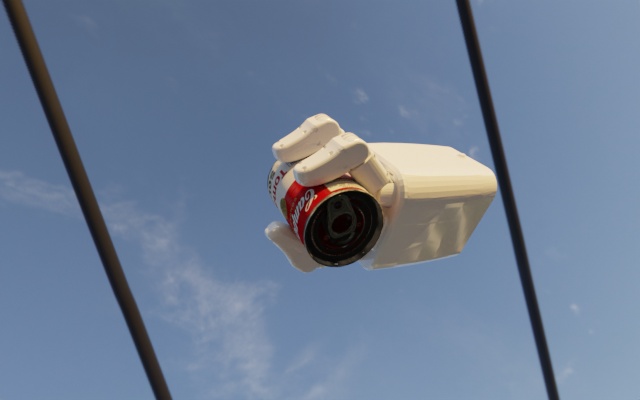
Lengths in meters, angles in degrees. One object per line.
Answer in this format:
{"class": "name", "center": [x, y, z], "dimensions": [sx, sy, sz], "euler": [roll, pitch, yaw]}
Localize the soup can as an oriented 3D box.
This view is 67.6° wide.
{"class": "soup can", "center": [-0.001, 0.001, 0.410], "dimensions": [0.068, 0.068, 0.102], "euler": [0, 25, -25]}
